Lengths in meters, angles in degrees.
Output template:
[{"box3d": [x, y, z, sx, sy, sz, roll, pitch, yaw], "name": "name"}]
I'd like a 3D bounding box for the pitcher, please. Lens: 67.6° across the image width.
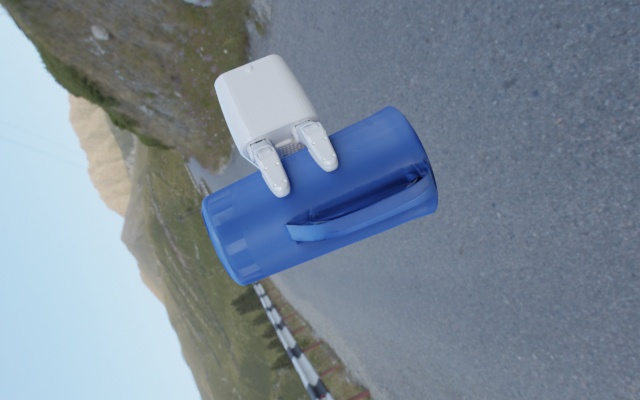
[{"box3d": [0.000, 0.002, 0.529, 0.243, 0.145, 0.149, -24, -25, -6], "name": "pitcher"}]
